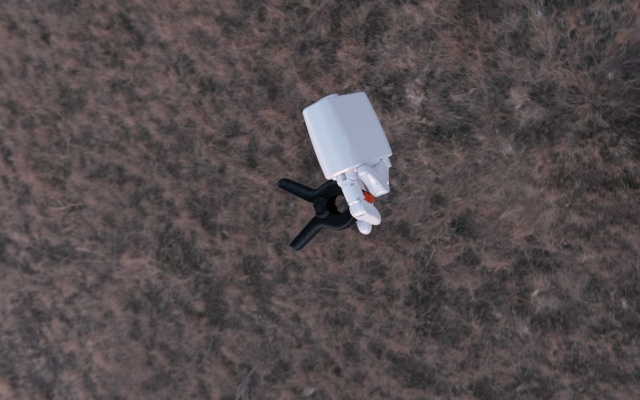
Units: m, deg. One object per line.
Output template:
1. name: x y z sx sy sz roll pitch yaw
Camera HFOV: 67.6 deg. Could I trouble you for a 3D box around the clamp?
1. clamp: 0.000 0.003 0.753 0.171 0.120 0.039 -22 -1 31
